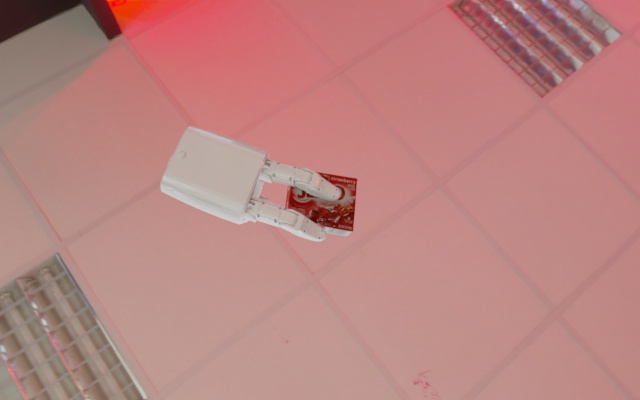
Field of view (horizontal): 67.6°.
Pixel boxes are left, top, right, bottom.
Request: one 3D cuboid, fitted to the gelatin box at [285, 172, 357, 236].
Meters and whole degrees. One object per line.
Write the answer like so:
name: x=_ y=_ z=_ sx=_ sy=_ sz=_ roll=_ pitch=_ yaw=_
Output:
gelatin box: x=0.000 y=0.002 z=0.616 sx=0.089 sy=0.073 sz=0.030 roll=9 pitch=-19 yaw=-11
